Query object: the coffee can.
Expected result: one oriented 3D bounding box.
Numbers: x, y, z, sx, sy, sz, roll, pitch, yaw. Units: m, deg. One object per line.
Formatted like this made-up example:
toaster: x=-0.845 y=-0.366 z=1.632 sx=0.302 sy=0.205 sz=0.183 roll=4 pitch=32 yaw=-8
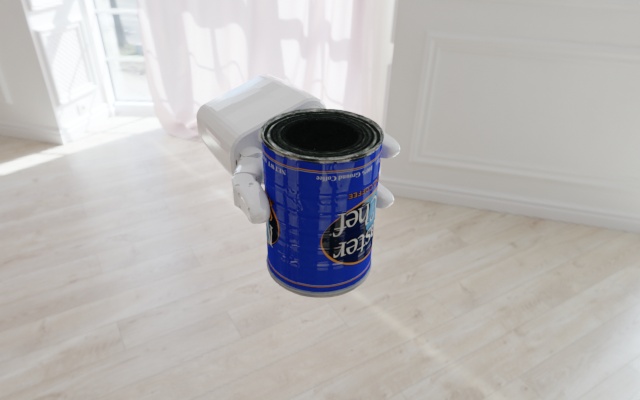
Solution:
coffee can: x=0.000 y=0.002 z=0.431 sx=0.103 sy=0.140 sz=0.102 roll=1 pitch=33 yaw=-1
